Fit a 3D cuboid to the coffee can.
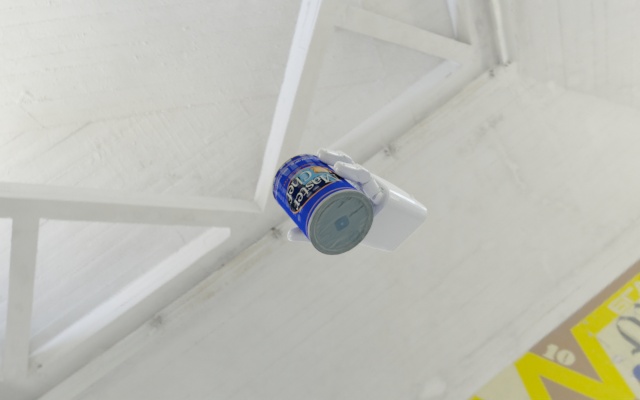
[{"bbox_3d":[0.000,0.002,0.720,0.103,0.103,0.140,0,26,-30],"label":"coffee can"}]
